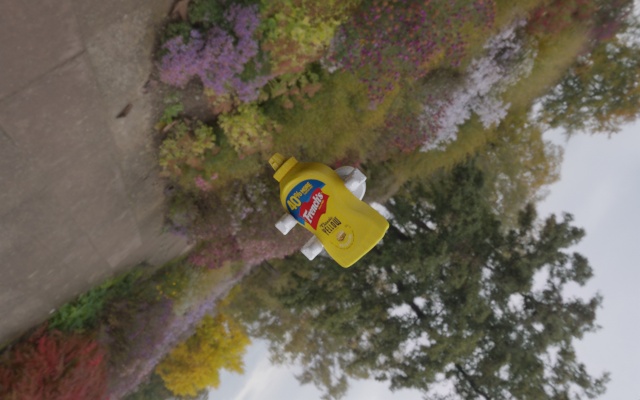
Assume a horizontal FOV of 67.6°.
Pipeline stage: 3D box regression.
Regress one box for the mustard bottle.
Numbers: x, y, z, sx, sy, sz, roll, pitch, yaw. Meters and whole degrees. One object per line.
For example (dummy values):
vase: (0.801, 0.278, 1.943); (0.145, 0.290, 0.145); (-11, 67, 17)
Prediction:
mustard bottle: (0.000, 0.003, 0.688); (0.096, 0.191, 0.058); (-46, 1, 35)
